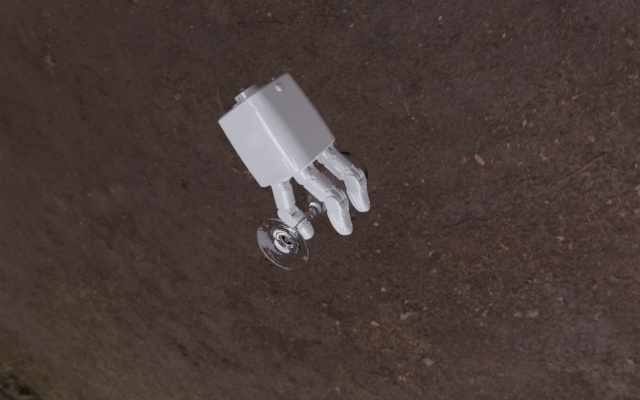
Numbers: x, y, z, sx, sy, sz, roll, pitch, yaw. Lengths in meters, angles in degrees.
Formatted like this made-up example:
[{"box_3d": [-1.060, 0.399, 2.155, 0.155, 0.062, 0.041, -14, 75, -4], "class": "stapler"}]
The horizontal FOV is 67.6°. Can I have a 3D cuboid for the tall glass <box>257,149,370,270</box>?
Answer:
[{"box_3d": [0.000, 0.003, 0.643, 0.079, 0.079, 0.201, 0, 31, 33], "class": "tall glass"}]
